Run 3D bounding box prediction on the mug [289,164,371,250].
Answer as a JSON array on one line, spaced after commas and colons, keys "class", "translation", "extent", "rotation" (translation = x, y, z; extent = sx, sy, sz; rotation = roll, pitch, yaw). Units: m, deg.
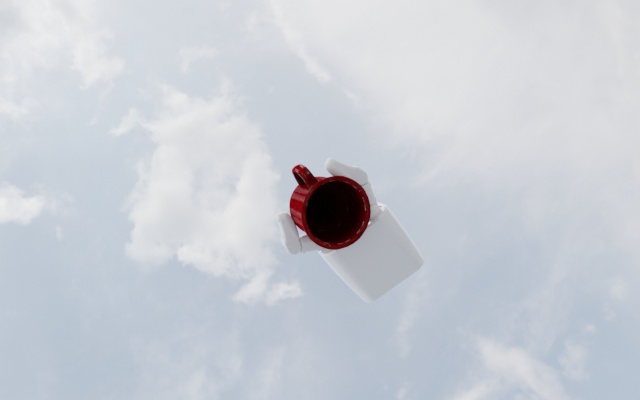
[{"class": "mug", "translation": [-0.001, 0.001, 0.625], "extent": [0.093, 0.117, 0.081], "rotation": [-42, 18, -10]}]
